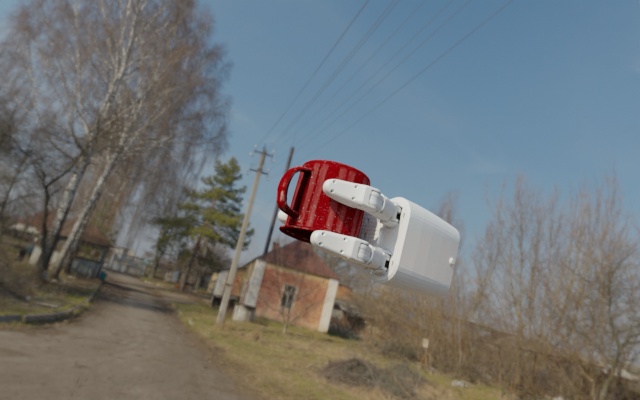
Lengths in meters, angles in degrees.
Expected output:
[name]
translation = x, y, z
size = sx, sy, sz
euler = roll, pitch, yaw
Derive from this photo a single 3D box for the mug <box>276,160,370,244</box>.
[mug]
translation = -0.001, 0.001, 0.527
size = 0.117, 0.081, 0.093
euler = 25, -17, -37
